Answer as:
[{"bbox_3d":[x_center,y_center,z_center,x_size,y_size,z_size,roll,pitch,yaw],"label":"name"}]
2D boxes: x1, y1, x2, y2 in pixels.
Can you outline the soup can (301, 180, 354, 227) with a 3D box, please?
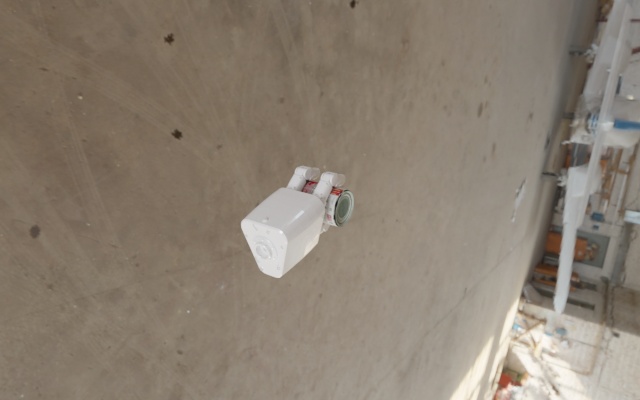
[{"bbox_3d":[0.001,0.003,0.853,0.102,0.068,0.068,14,7,30],"label":"soup can"}]
